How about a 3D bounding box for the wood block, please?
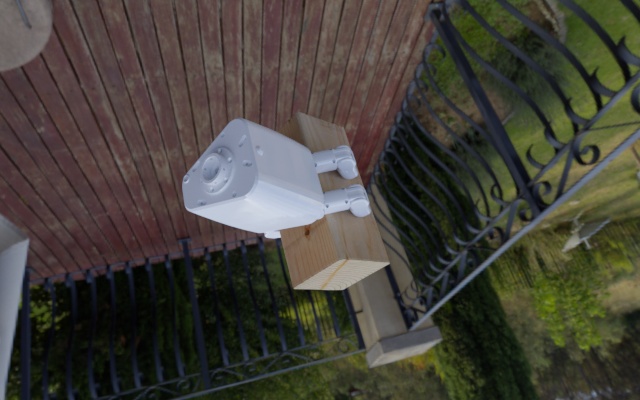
[{"bbox_3d":[0.000,0.002,0.618,0.090,0.206,0.091,11,-36,-42],"label":"wood block"}]
